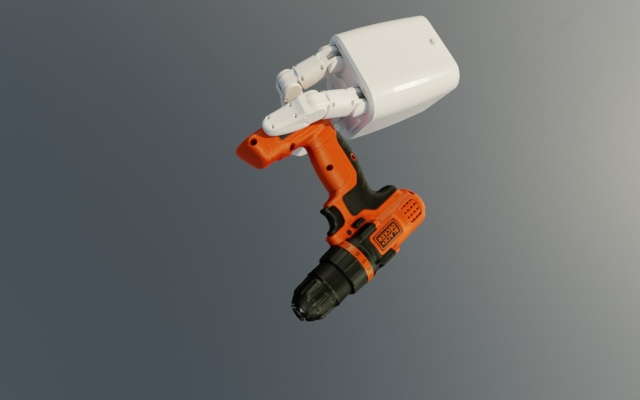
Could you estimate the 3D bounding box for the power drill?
[{"bbox_3d":[0.000,0.001,0.485,0.184,0.188,0.057,-41,9,-27],"label":"power drill"}]
